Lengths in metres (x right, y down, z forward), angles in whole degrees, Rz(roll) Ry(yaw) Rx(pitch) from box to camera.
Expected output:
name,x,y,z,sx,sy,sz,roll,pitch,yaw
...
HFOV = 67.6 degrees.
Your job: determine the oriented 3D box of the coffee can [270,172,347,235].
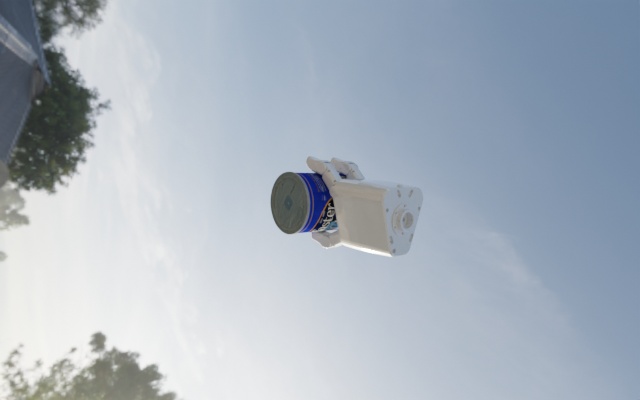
name,x,y,z,sx,sy,sz,roll,pitch,yaw
coffee can,0.000,0.003,0.821,0.140,0.103,0.103,-2,1,-40
